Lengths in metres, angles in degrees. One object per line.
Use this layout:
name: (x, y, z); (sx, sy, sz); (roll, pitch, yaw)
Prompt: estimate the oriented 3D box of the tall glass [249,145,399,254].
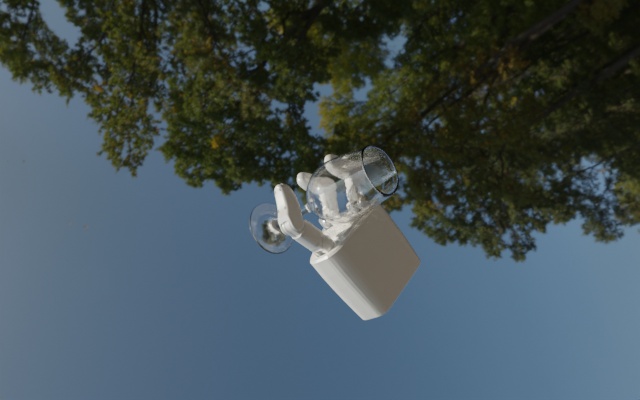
tall glass: (0.000, 0.002, 0.590); (0.079, 0.079, 0.201); (0, -21, -46)
